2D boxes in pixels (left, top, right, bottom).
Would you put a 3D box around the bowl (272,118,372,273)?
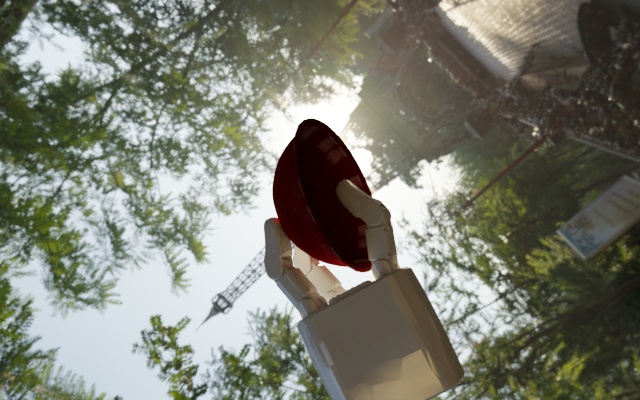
[{"bbox_3d":[-0.001,0.001,0.481,0.055,0.162,0.162,-22,-10,25],"label":"bowl"}]
